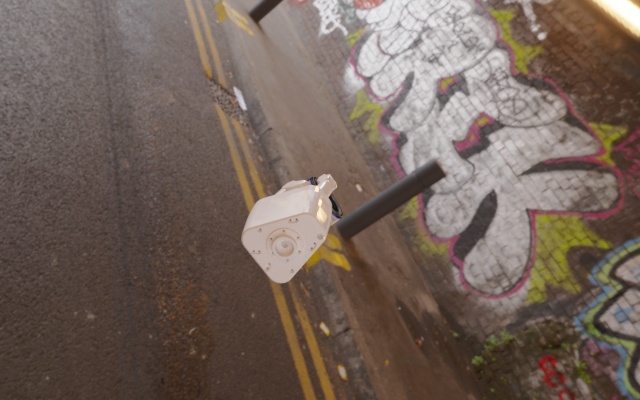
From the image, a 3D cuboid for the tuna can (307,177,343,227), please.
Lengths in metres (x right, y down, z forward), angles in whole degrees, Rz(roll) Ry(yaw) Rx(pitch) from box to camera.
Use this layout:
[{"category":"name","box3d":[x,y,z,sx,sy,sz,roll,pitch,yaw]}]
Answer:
[{"category":"tuna can","box3d":[0.001,0.002,0.795,0.034,0.086,0.086,-36,-9,12]}]
